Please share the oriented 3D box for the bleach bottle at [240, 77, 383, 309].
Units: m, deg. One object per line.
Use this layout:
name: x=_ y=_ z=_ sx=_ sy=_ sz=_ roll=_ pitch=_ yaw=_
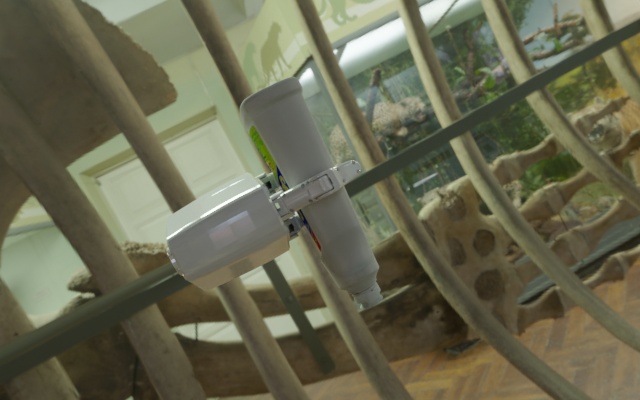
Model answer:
bleach bottle: x=0.000 y=0.002 z=0.513 sx=0.068 sy=0.251 sz=0.102 roll=-28 pitch=3 yaw=-10
